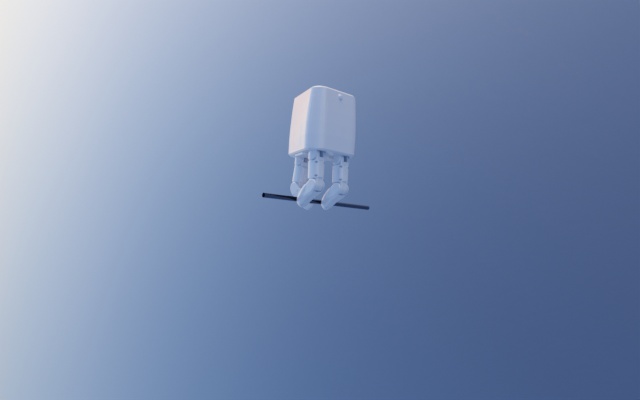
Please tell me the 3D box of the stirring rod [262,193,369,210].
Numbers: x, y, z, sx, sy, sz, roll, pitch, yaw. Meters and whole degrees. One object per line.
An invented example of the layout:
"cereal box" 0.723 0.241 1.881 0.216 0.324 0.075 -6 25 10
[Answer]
"stirring rod" 0.000 0.003 0.834 0.239 0.011 0.011 7 -5 -41
